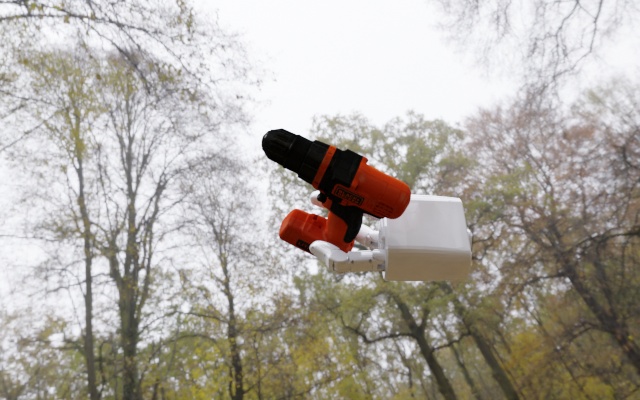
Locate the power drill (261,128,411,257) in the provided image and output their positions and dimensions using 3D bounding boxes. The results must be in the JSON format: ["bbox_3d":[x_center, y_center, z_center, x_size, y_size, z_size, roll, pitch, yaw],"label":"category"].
[{"bbox_3d":[0.000,0.002,0.607,0.184,0.057,0.188,27,-33,1],"label":"power drill"}]
